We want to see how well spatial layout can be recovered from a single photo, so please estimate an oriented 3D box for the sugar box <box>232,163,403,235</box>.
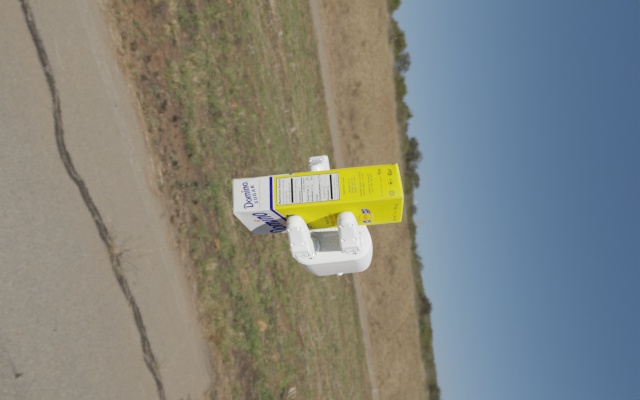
[{"bbox_3d":[0.000,0.002,0.527,0.176,0.048,0.093,-8,-20,6],"label":"sugar box"}]
